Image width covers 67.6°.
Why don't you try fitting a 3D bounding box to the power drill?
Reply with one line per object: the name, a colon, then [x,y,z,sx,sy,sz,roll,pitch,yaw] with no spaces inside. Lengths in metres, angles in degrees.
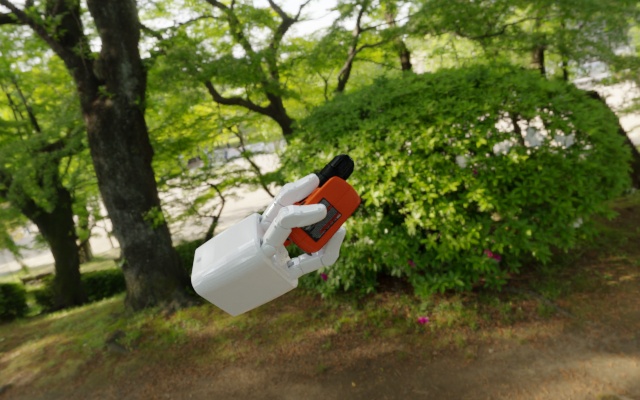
power drill: [0.000,0.003,0.707,0.057,0.184,0.187,41,-4,-9]
